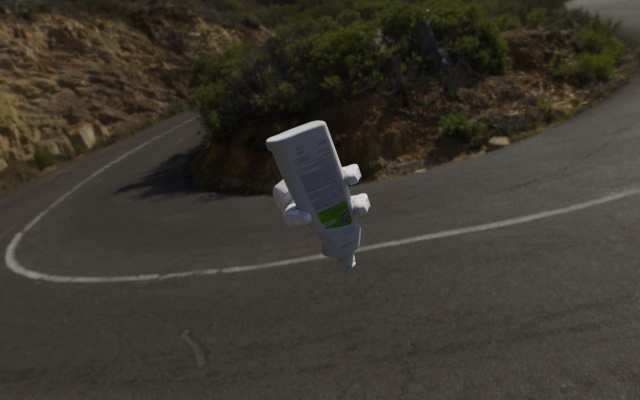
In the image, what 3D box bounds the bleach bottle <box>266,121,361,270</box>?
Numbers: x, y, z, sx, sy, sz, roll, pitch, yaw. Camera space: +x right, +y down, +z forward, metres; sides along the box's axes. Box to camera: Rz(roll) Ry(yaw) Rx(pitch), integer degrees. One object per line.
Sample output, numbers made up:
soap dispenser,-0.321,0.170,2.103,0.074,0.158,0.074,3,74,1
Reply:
bleach bottle,0.000,0.003,0.788,0.102,0.251,0.068,-23,17,-13
